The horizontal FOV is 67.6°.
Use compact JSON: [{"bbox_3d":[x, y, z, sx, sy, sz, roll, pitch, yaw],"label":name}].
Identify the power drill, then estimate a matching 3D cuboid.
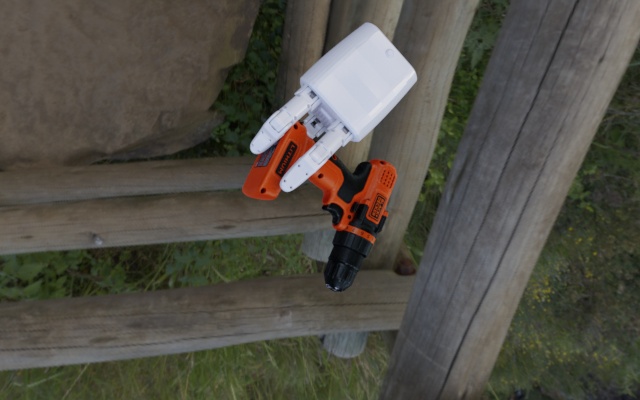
[{"bbox_3d":[0.000,0.001,0.595,0.188,0.184,0.057,31,-17,-30],"label":"power drill"}]
